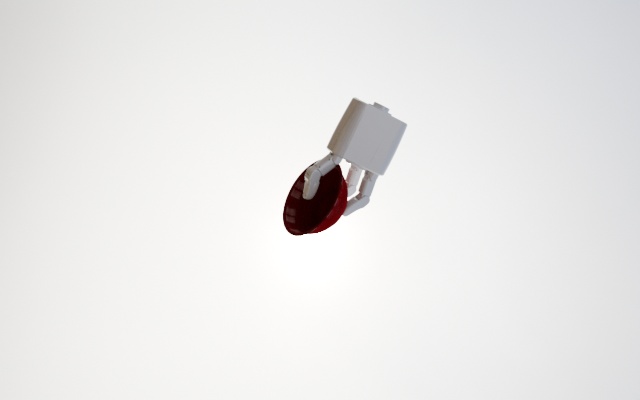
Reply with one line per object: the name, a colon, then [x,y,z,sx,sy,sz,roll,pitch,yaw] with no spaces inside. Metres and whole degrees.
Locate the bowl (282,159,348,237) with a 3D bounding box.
bowl: [0.000,0.004,0.900,0.055,0.162,0.162,31,-19,-34]
